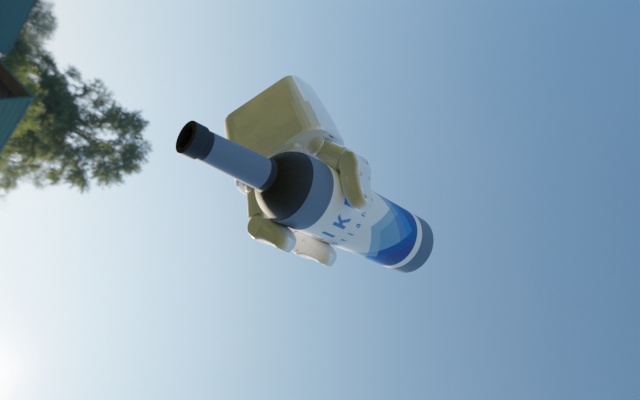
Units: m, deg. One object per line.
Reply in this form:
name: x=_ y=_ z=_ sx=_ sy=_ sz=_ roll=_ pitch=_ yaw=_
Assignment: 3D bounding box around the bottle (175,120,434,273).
bottle: x=0.000 y=0.002 z=0.450 sx=0.069 sy=0.069 sz=0.296 roll=0 pitch=-19 yaw=46
